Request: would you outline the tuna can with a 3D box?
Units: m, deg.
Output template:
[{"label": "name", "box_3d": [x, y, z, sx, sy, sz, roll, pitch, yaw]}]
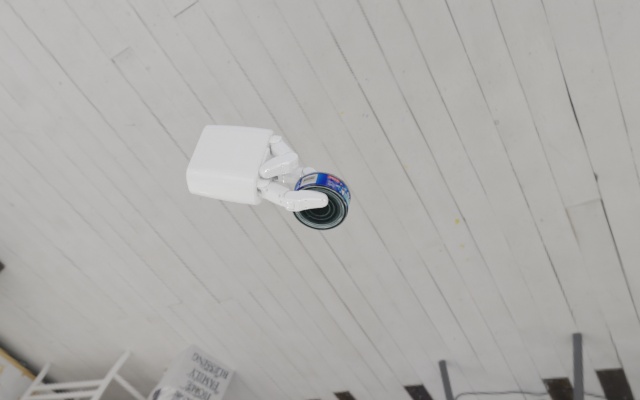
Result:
[{"label": "tuna can", "box_3d": [0.000, 0.003, 0.698, 0.086, 0.086, 0.033, 0, 38, 11]}]
